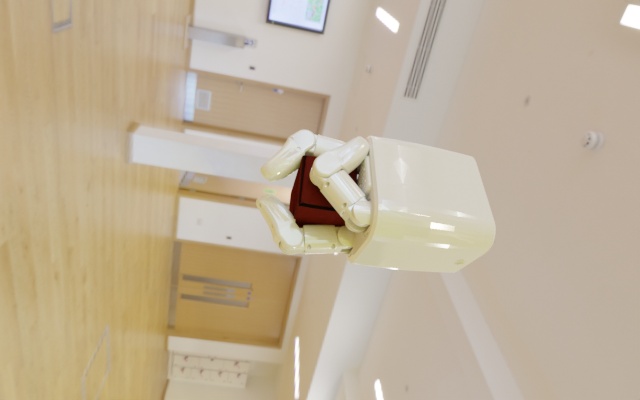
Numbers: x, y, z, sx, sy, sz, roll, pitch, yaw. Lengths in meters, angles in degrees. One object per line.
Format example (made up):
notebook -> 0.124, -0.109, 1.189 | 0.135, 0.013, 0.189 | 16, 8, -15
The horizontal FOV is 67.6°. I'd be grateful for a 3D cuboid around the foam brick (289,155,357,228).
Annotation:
foam brick -> 0.000, 0.001, 0.449 | 0.051, 0.053, 0.078 | 8, -26, -9
